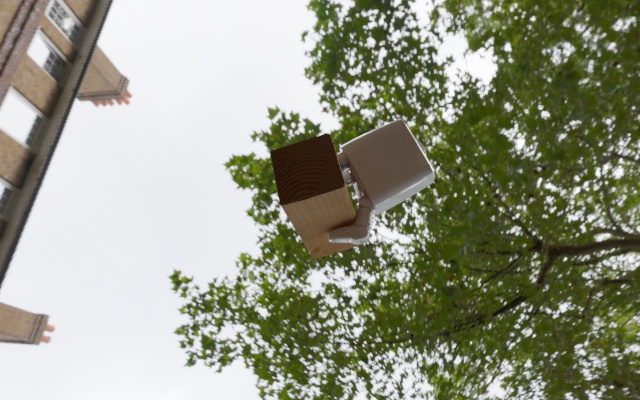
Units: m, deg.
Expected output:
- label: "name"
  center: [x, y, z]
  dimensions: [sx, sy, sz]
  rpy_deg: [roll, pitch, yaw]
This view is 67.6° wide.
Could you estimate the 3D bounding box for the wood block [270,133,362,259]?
- label: "wood block"
  center: [0.001, 0.003, 0.720]
  dimensions: [0.090, 0.090, 0.206]
  rpy_deg: [-17, -29, 4]
